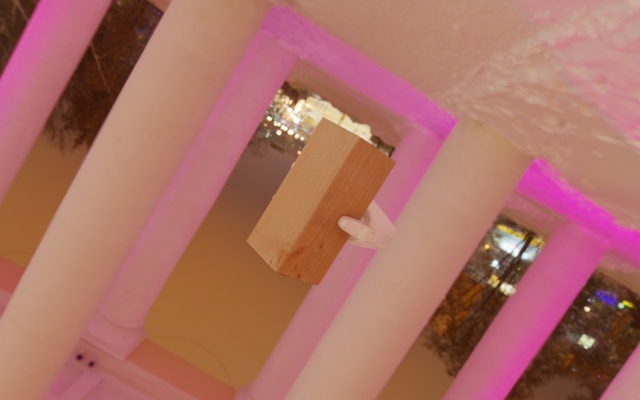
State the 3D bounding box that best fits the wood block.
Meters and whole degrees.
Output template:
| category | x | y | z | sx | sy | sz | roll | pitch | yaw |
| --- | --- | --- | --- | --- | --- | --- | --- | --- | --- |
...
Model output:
| category | x | y | z | sx | sy | sz | roll | pitch | yaw |
| --- | --- | --- | --- | --- | --- | --- | --- | --- | --- |
| wood block | 0.000 | 0.003 | 0.668 | 0.090 | 0.206 | 0.090 | 27 | 7 | -44 |
